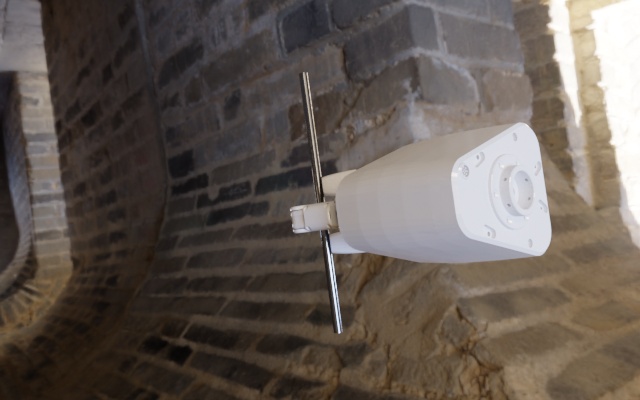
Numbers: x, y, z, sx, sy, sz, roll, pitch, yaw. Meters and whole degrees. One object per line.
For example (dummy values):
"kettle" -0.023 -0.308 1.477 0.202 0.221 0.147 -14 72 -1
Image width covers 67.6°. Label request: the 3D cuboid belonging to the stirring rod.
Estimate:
"stirring rod" 0.000 0.001 0.440 0.011 0.239 0.011 -8 -1 0
